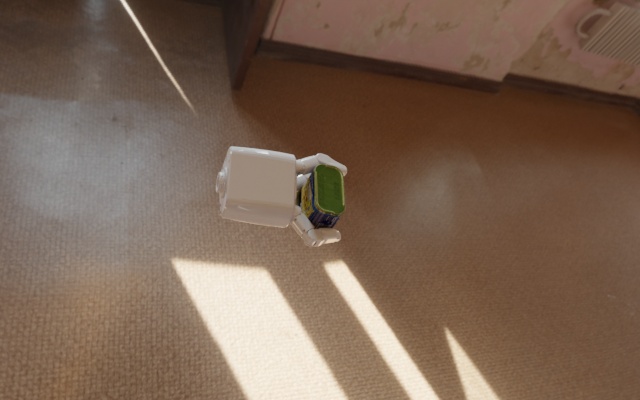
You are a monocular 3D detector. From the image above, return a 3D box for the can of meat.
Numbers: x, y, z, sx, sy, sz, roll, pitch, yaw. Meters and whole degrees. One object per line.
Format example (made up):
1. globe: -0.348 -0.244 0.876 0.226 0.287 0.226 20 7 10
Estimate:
1. can of meat: 0.000 0.002 0.784 0.057 0.102 0.084 11 -37 -18
